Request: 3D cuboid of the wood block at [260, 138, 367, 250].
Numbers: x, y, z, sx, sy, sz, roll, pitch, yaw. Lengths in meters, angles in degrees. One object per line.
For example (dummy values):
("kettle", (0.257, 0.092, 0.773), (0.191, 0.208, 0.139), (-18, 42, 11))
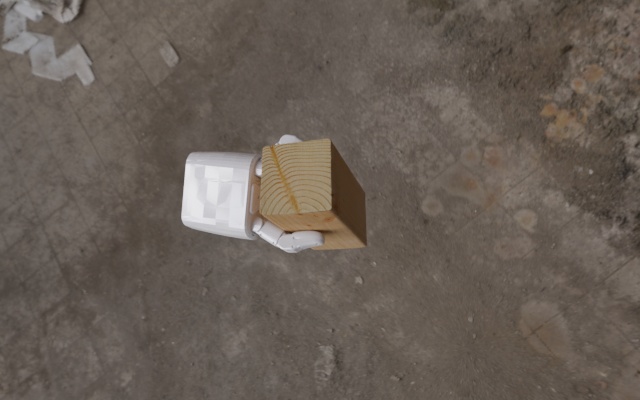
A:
("wood block", (0.000, 0.002, 0.653), (0.090, 0.090, 0.206), (-4, -18, 16))
